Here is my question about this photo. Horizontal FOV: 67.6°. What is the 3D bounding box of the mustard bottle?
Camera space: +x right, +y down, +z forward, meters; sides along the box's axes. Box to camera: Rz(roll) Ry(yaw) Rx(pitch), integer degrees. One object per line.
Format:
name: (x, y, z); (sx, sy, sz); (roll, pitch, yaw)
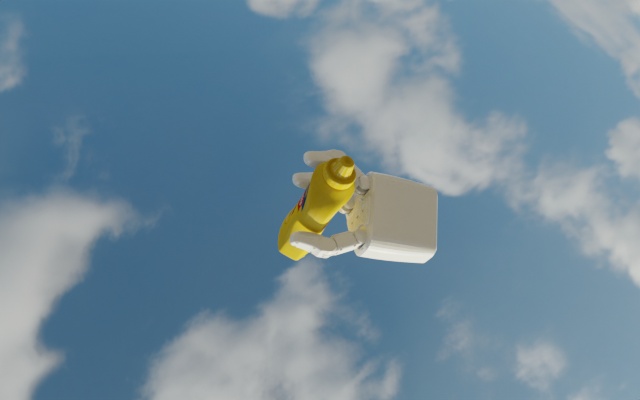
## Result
mustard bottle: (0.000, 0.002, 0.644); (0.058, 0.096, 0.192); (31, -38, -3)
